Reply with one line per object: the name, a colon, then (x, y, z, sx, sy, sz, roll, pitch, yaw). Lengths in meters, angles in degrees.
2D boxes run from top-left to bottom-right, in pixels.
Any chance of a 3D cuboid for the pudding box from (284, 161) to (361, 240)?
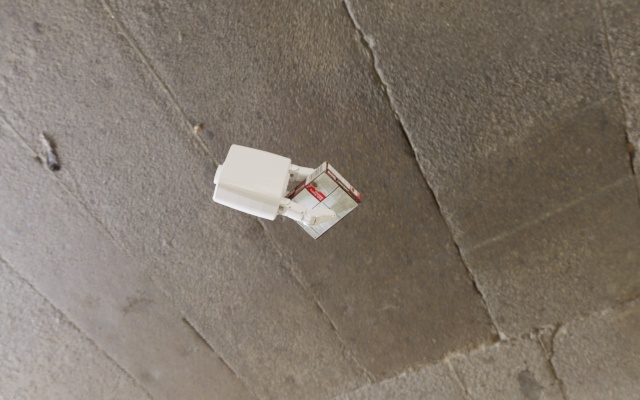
pudding box: (0.000, 0.003, 0.822, 0.113, 0.090, 0.039, -39, 20, 24)
